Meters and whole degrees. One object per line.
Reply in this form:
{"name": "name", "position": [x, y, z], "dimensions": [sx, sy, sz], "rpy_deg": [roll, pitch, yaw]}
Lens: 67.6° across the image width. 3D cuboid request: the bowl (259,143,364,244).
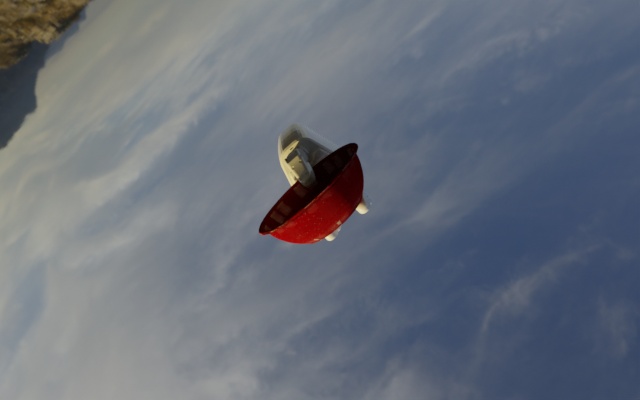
{"name": "bowl", "position": [0.000, 0.003, 0.591], "dimensions": [0.162, 0.055, 0.162], "rpy_deg": [-40, 13, 11]}
